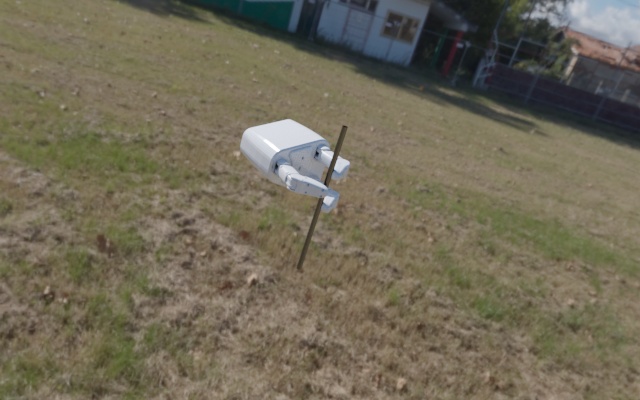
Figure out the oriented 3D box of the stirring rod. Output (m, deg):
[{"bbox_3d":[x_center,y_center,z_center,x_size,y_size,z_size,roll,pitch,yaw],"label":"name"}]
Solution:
[{"bbox_3d":[0.000,0.002,0.713,0.011,0.240,0.011,15,23,-7],"label":"stirring rod"}]
